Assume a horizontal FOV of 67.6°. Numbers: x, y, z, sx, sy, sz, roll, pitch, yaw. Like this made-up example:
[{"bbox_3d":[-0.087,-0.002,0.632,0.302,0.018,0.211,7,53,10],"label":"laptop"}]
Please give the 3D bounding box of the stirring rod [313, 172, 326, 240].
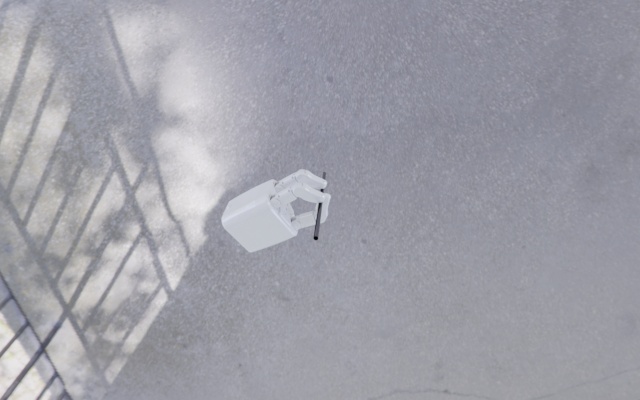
[{"bbox_3d":[0.000,0.003,0.870,0.011,0.011,0.239,0,29,4],"label":"stirring rod"}]
